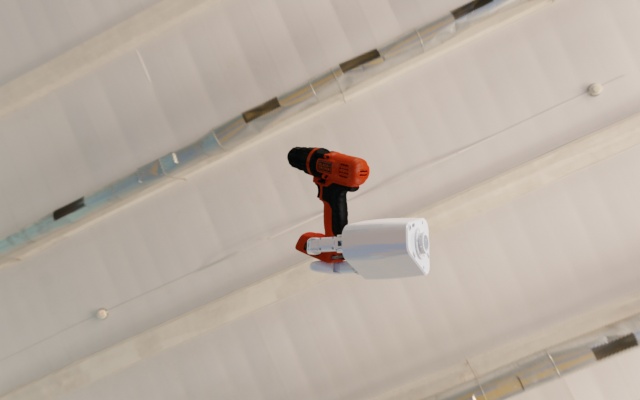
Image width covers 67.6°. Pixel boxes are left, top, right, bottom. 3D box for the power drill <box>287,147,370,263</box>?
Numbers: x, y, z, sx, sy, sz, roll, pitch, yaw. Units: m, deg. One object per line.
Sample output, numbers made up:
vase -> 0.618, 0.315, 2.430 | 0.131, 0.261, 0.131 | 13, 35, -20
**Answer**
power drill -> 0.000, 0.003, 0.832 | 0.057, 0.188, 0.184 | -7, 17, -40
